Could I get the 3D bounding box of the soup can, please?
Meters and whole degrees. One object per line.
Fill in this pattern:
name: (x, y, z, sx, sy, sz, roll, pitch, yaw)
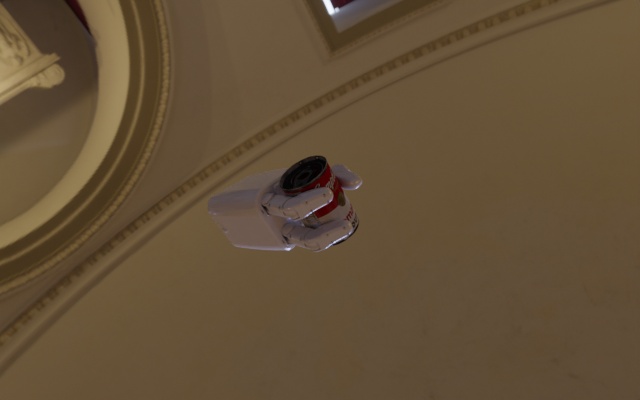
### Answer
soup can: (0.001, 0.002, 0.623, 0.068, 0.102, 0.068, -23, 31, 14)
